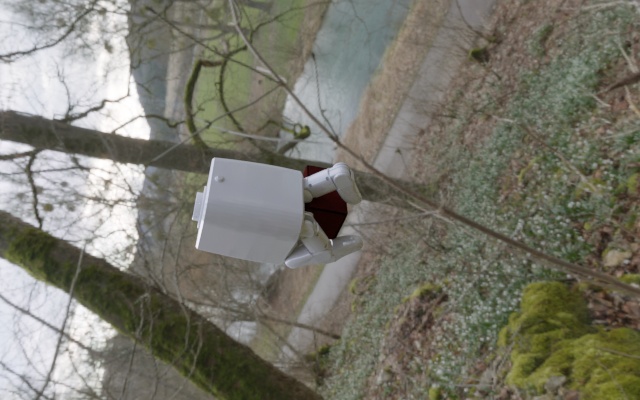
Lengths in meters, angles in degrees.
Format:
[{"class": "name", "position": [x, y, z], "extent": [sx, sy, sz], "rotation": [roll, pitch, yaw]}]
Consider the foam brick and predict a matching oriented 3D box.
[{"class": "foam brick", "position": [0.000, 0.002, 0.606], "extent": [0.051, 0.078, 0.053], "rotation": [10, -47, -14]}]
